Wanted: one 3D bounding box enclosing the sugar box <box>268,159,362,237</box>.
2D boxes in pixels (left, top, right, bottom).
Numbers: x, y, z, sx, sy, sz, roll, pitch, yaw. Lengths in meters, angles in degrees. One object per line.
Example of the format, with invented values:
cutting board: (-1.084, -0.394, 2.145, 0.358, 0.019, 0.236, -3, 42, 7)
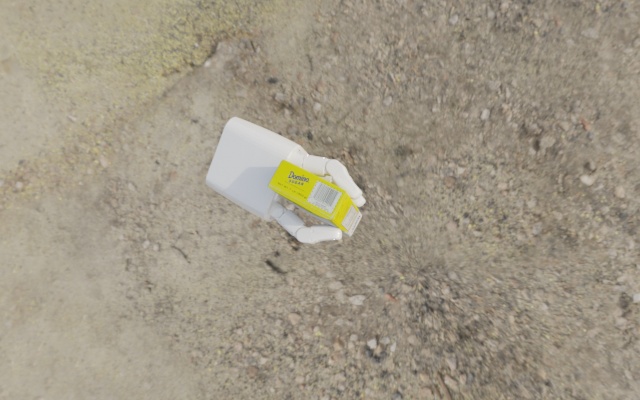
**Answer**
sugar box: (0.000, 0.002, 0.649, 0.093, 0.048, 0.176, 28, -2, 14)
